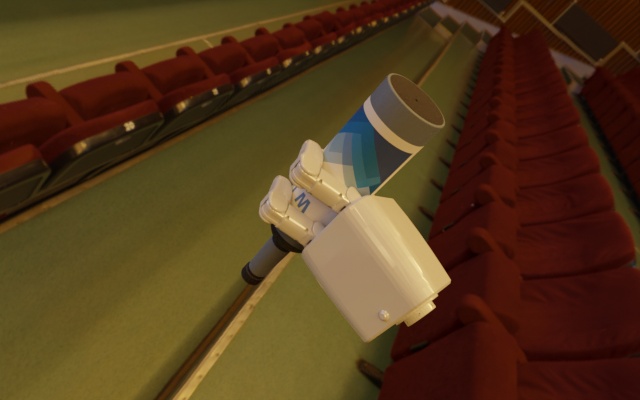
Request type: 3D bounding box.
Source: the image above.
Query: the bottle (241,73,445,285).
[{"bbox_3d":[0.000,0.001,0.497,0.069,0.069,0.296,0,-38,-46],"label":"bottle"}]
